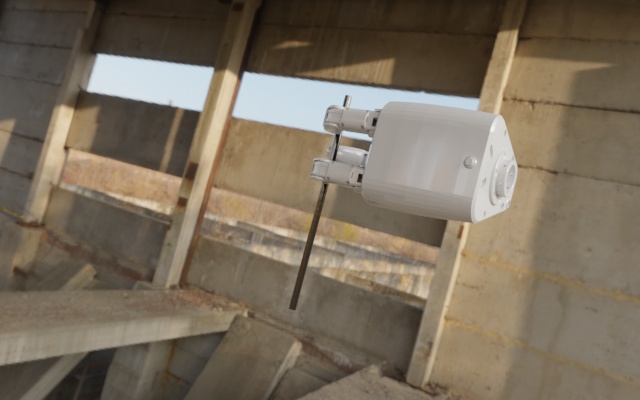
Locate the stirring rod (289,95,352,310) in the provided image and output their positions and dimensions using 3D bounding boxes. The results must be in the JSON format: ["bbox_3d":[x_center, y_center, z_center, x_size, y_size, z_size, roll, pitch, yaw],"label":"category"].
[{"bbox_3d":[0.000,0.002,0.521,0.011,0.239,0.011,15,-1,0],"label":"stirring rod"}]
